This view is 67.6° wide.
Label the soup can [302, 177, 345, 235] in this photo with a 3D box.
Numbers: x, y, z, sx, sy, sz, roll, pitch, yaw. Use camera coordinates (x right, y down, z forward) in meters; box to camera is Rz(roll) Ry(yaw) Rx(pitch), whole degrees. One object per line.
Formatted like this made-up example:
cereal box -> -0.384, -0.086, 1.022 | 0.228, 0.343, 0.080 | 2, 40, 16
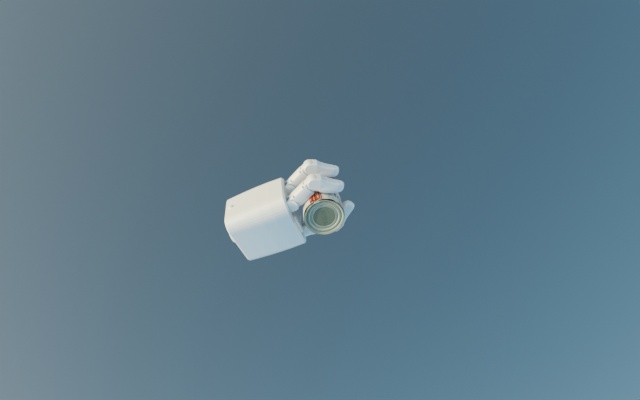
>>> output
soup can -> 0.001, 0.003, 0.797 | 0.068, 0.068, 0.102 | 0, 29, -8
